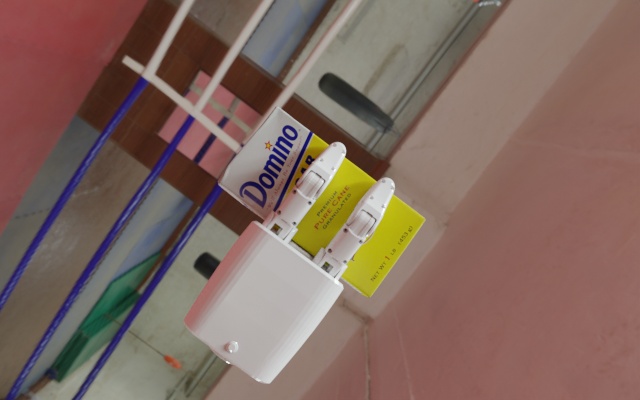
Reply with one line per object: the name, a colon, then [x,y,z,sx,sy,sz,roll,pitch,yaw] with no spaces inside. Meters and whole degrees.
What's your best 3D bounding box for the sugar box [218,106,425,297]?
sugar box: [0.000,0.002,0.453,0.176,0.093,0.048,37,-8,-2]
